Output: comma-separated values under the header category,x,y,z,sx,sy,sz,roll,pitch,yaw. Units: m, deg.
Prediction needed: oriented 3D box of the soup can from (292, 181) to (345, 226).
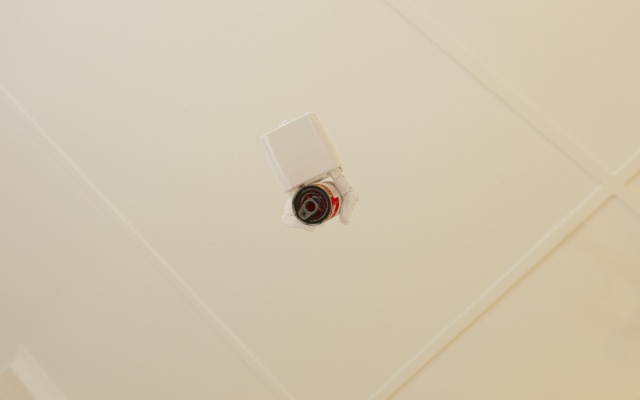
category,x,y,z,sx,sy,sz,roll,pitch,yaw
soup can,0.001,0.003,0.813,0.068,0.068,0.102,0,6,18
